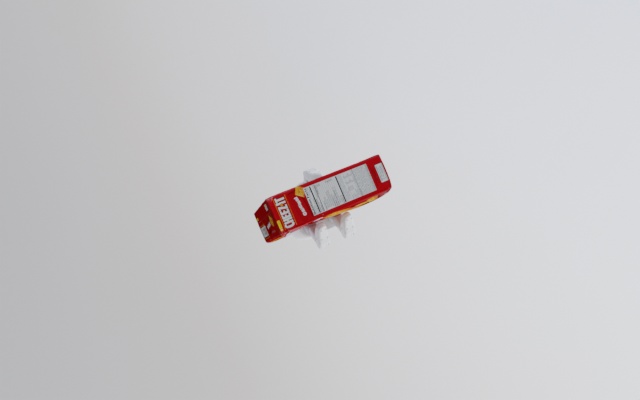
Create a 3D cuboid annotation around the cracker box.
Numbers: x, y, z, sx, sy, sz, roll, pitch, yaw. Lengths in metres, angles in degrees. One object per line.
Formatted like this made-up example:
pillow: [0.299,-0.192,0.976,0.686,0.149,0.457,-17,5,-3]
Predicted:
cracker box: [0.000,0.003,0.850,0.213,0.072,0.164,-23,-4,-17]
